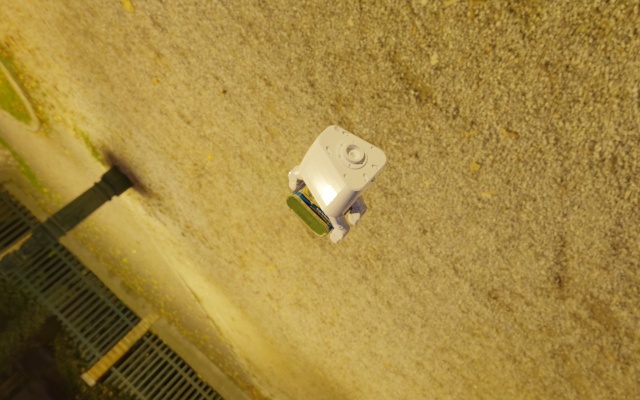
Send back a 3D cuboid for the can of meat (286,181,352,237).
[{"bbox_3d":[0.000,0.003,0.854,0.084,0.102,0.057,-46,0,-29],"label":"can of meat"}]
